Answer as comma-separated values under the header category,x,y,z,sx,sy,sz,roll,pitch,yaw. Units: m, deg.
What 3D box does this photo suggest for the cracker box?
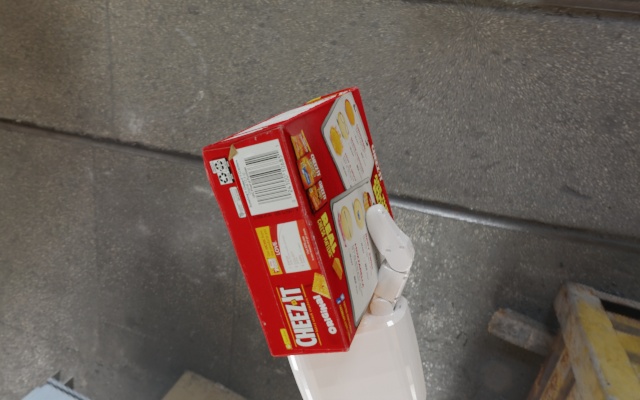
category,x,y,z,sx,sy,sz,roll,pitch,yaw
cracker box,0.000,0.001,0.413,0.072,0.164,0.213,-11,15,21
